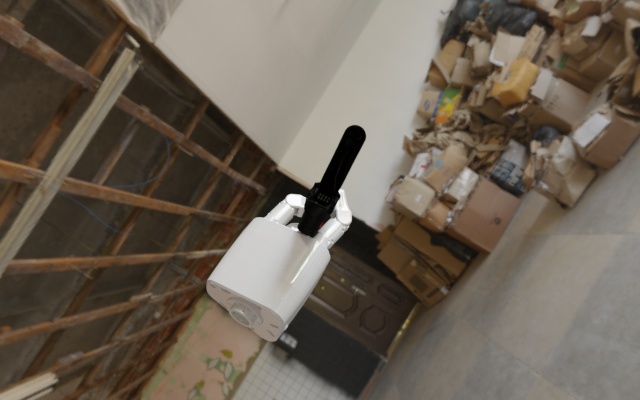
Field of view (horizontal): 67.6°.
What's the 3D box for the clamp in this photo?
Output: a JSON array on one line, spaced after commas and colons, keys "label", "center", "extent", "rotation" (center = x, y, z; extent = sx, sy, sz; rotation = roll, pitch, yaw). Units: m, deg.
[{"label": "clamp", "center": [0.000, 0.002, 0.554], "extent": [0.039, 0.120, 0.172], "rotation": [32, -36, 7]}]
